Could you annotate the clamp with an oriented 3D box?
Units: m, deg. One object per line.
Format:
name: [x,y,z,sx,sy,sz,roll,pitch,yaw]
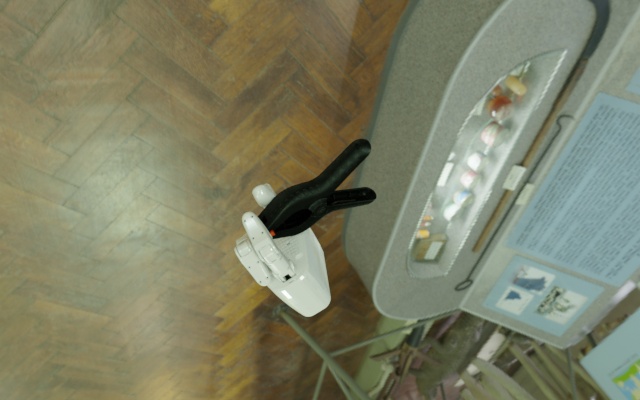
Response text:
clamp: [0.000,0.002,0.600,0.171,0.039,0.120,-31,-39,0]
